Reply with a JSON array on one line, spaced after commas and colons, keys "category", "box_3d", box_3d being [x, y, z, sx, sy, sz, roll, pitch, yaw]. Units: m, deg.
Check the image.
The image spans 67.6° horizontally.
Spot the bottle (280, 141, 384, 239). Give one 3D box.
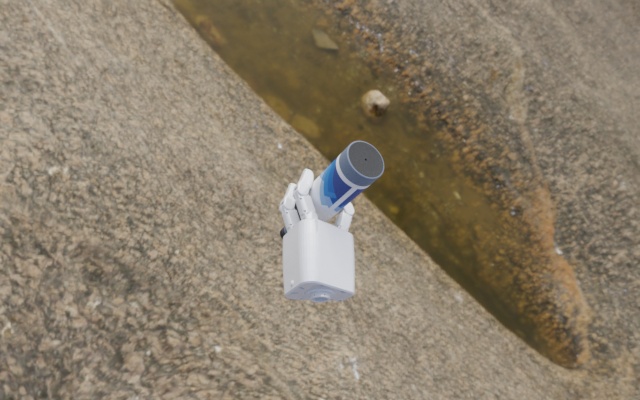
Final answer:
[{"category": "bottle", "box_3d": [0.000, 0.003, 0.828, 0.069, 0.069, 0.296, 0, -26, -31]}]
